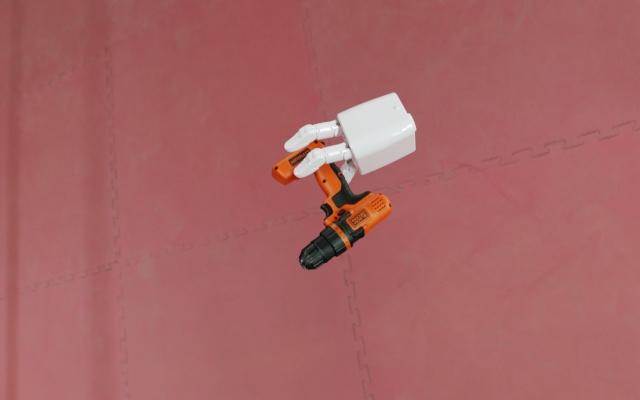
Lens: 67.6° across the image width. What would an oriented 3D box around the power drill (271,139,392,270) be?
[{"bbox_3d":[0.000,0.002,0.809,0.184,0.187,0.057,-35,-14,-16],"label":"power drill"}]
